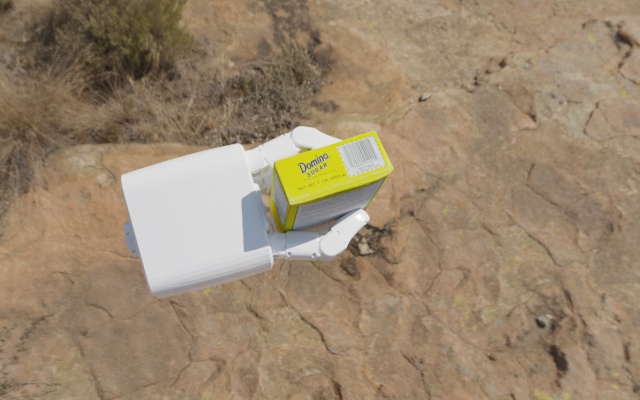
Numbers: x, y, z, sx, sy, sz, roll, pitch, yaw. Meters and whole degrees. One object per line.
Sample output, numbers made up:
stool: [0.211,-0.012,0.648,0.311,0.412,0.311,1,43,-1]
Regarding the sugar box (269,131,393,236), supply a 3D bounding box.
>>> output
sugar box: [0.000,0.001,0.461,0.093,0.048,0.176,-18,-14,-14]
